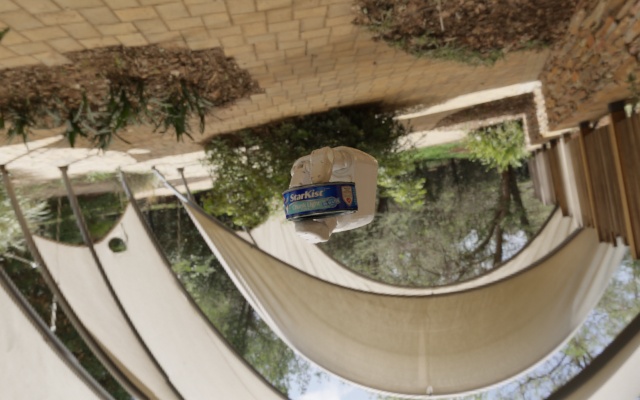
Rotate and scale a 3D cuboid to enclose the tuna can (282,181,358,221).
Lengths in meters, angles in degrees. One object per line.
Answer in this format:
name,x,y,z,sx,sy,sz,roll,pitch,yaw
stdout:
tuna can,0.000,0.002,0.551,0.086,0.033,0.086,-7,-6,-1
